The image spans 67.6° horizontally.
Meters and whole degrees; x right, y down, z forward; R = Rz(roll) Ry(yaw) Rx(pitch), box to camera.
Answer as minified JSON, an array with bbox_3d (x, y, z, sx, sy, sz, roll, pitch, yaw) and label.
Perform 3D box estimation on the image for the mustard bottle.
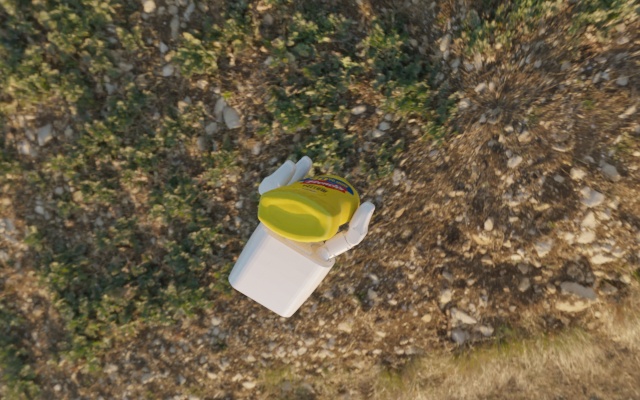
[{"bbox_3d":[0.000,0.002,0.638,0.096,0.058,0.191,14,15,17],"label":"mustard bottle"}]
